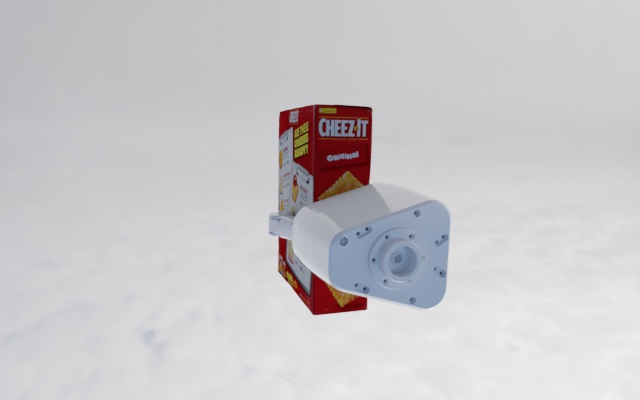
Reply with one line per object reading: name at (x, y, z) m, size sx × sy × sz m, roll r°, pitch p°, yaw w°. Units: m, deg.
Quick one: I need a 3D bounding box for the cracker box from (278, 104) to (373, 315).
cracker box at (0.000, 0.002, 0.555) m, size 0.072 × 0.214 × 0.164 m, roll -1°, pitch 8°, yaw -17°
